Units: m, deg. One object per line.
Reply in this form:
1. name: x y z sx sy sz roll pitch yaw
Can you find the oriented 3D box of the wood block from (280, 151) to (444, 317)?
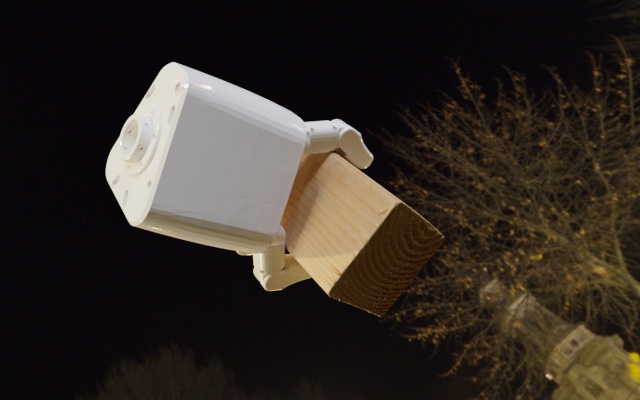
1. wood block: 0.000 0.001 0.449 0.090 0.091 0.206 33 7 -47
